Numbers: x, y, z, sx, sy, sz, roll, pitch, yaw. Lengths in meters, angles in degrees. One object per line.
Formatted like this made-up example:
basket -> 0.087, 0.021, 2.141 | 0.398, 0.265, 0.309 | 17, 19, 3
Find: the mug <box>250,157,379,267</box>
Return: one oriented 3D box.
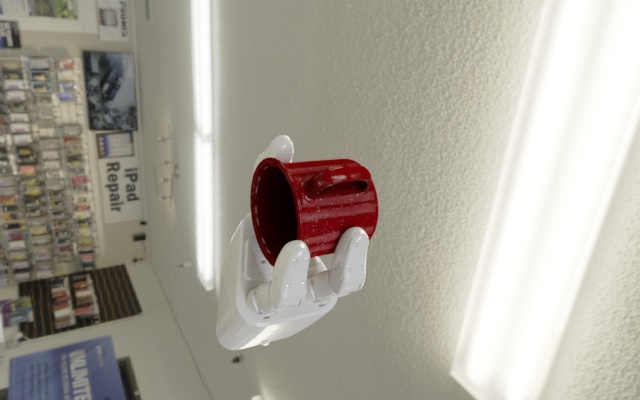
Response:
mug -> 0.001, 0.001, 0.399 | 0.081, 0.093, 0.117 | -7, -23, -30
